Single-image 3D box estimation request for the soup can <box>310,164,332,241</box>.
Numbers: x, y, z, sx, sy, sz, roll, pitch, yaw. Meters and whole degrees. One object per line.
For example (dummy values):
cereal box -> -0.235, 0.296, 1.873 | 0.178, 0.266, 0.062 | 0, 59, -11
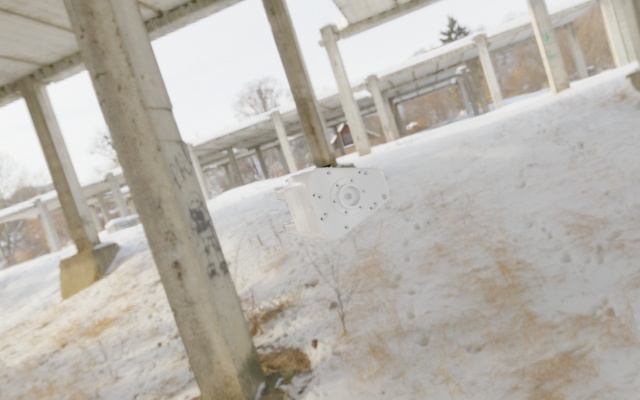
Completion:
soup can -> 0.000, 0.002, 0.729 | 0.068, 0.102, 0.068 | -18, 3, 1
